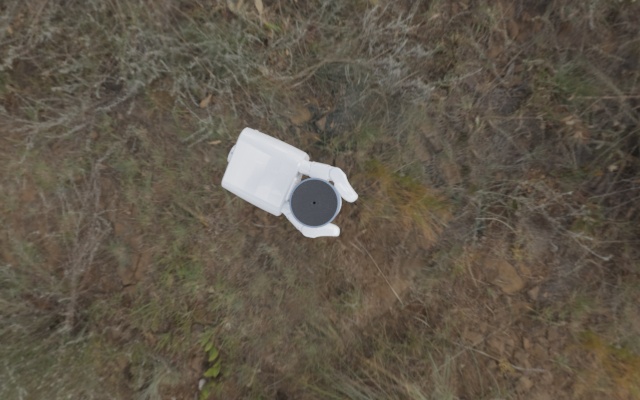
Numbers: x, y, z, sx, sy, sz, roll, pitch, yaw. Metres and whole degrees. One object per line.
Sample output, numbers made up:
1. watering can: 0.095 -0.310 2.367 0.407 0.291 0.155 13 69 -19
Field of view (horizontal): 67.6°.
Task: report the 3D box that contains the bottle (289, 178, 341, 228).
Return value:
1. bottle: 0.000 0.003 0.772 0.069 0.069 0.295 0 0 3
